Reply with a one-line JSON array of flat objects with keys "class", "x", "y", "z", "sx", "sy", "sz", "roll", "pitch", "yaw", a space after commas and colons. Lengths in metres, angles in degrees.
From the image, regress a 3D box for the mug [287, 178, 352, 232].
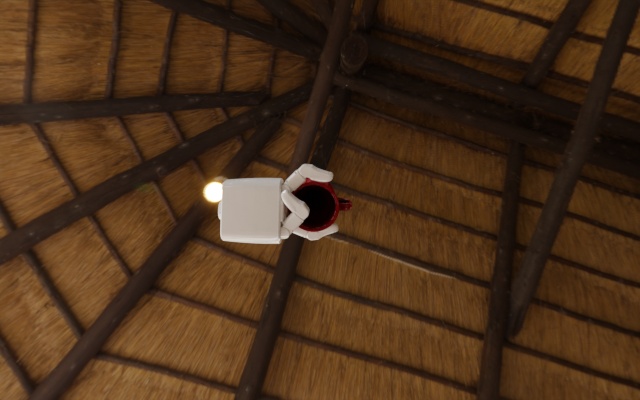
[{"class": "mug", "x": 0.002, "y": 0.003, "z": 0.889, "sx": 0.117, "sy": 0.093, "sz": 0.081, "roll": 1, "pitch": 14, "yaw": 1}]
